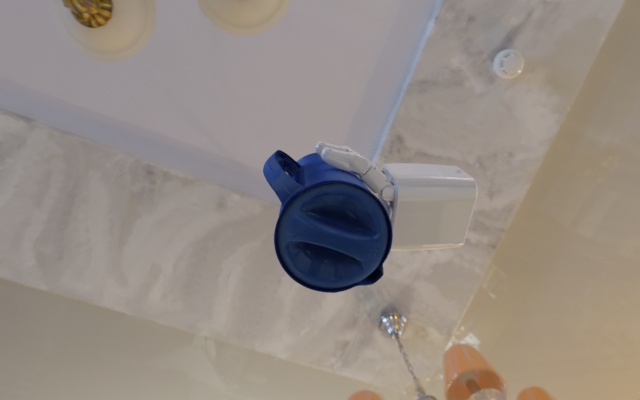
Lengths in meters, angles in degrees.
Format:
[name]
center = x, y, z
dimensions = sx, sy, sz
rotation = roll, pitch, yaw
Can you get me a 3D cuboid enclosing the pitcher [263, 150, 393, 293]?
[pitcher]
center = 0.000, 0.002, 0.635
dimensions = 0.145, 0.149, 0.242
rotation = 0, 17, -5
